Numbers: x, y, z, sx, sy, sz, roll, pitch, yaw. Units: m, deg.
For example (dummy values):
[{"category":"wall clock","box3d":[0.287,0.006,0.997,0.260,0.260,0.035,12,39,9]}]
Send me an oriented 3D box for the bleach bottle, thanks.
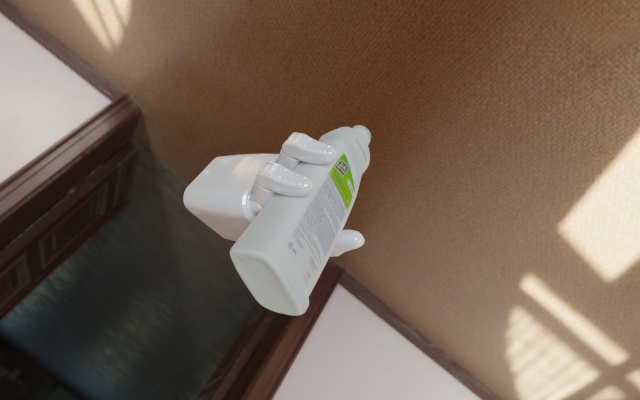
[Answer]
[{"category":"bleach bottle","box3d":[0.000,0.002,0.552,0.068,0.103,0.250,4,43,34]}]
